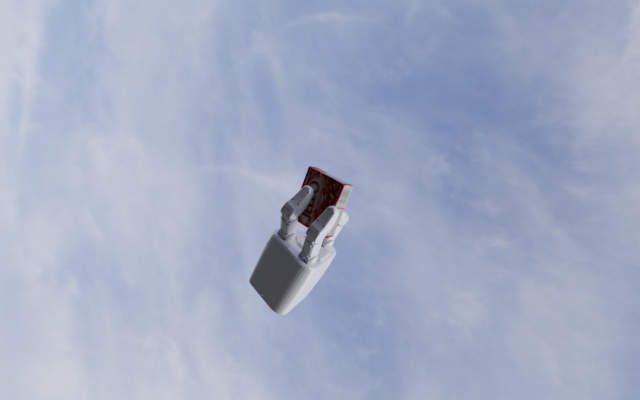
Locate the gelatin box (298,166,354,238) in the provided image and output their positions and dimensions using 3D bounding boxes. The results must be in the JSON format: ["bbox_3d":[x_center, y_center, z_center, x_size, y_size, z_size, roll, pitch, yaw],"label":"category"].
[{"bbox_3d":[0.001,0.002,0.729,0.073,0.089,0.030,30,14,33],"label":"gelatin box"}]
